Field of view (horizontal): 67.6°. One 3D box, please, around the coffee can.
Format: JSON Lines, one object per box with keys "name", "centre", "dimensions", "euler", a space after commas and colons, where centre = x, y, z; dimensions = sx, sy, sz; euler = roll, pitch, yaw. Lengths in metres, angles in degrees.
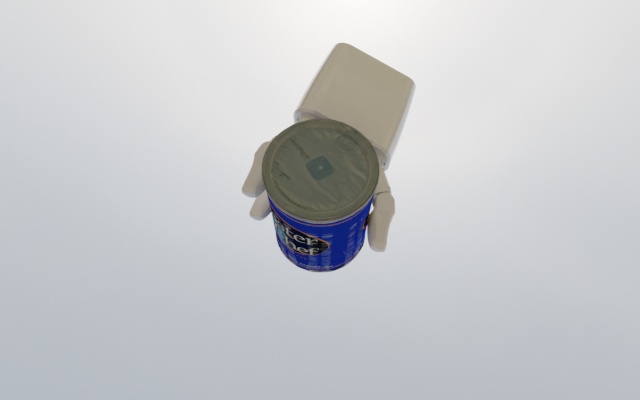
{"name": "coffee can", "centre": [0.000, 0.002, 0.475], "dimensions": [0.103, 0.102, 0.140], "euler": [0, -26, 0]}
